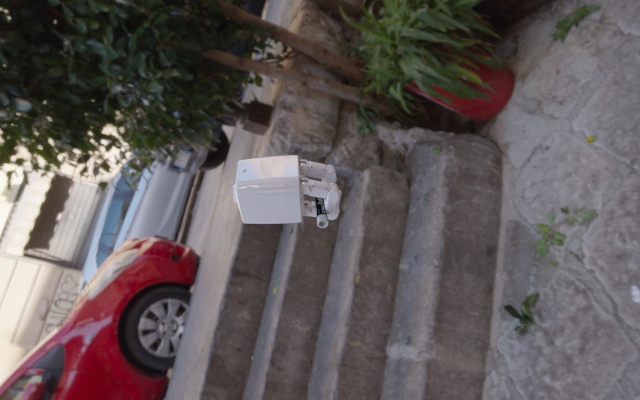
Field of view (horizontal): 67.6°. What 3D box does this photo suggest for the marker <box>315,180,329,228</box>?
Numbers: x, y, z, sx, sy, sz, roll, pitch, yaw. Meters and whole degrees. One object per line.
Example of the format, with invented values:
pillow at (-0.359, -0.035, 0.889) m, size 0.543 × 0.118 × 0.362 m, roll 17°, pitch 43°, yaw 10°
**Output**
marker at (0.000, 0.003, 0.842) m, size 0.020 × 0.020 × 0.121 m, roll 0°, pitch 38°, yaw -5°
